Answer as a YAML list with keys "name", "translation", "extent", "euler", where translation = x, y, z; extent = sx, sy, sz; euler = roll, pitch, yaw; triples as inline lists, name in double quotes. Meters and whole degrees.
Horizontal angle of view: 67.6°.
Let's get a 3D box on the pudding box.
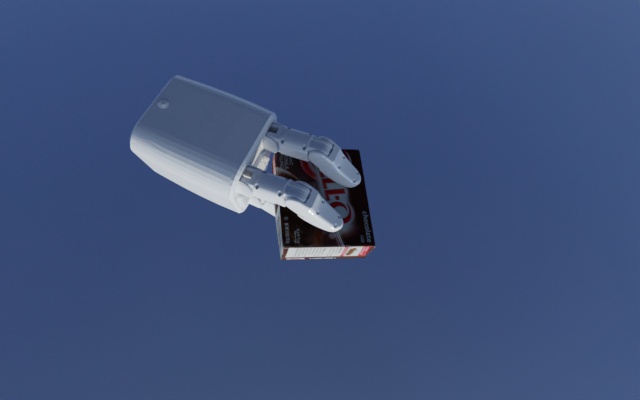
- name: "pudding box"
  translation: [0.000, 0.002, 0.477]
  extent: [0.090, 0.113, 0.039]
  euler: [0, -26, -13]
